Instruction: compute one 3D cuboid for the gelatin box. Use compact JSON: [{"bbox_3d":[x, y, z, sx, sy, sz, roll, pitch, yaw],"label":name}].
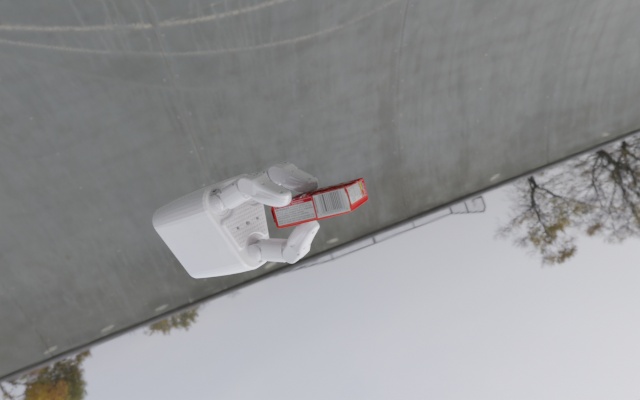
[{"bbox_3d":[0.001,0.002,0.525,0.089,0.030,0.073,-14,4,22],"label":"gelatin box"}]
